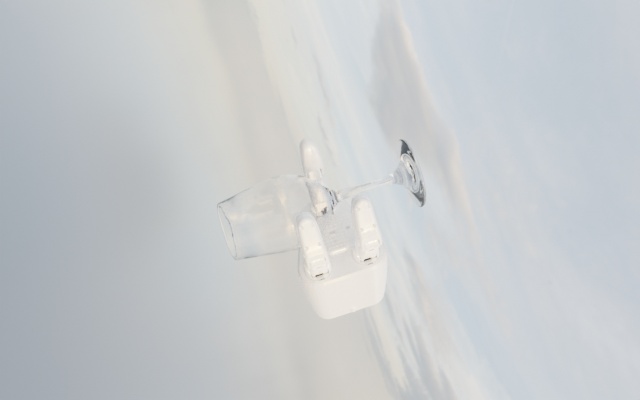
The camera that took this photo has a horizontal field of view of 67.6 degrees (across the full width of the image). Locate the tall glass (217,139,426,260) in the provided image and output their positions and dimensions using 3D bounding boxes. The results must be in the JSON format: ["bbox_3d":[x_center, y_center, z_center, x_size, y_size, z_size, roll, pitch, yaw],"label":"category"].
[{"bbox_3d":[0.001,0.001,0.491,0.201,0.079,0.079,-17,1,-4],"label":"tall glass"}]
